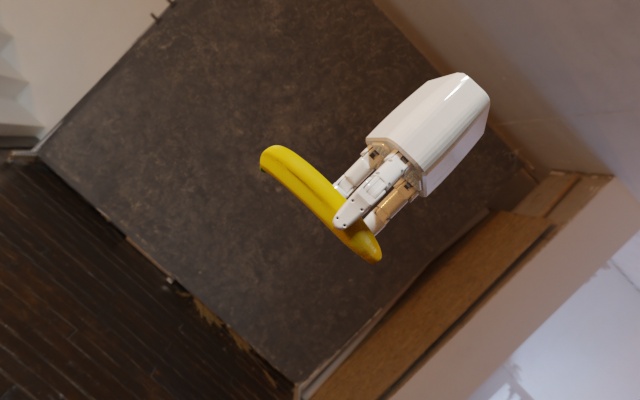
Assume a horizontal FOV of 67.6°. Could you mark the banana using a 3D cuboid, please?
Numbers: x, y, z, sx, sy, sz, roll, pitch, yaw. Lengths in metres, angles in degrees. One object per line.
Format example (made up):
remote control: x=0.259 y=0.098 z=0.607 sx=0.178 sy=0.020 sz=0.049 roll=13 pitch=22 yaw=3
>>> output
banana: x=-0.007 y=-0.008 z=0.522 sx=0.197 sy=0.037 sz=0.070 roll=41 pitch=-8 yaw=29
